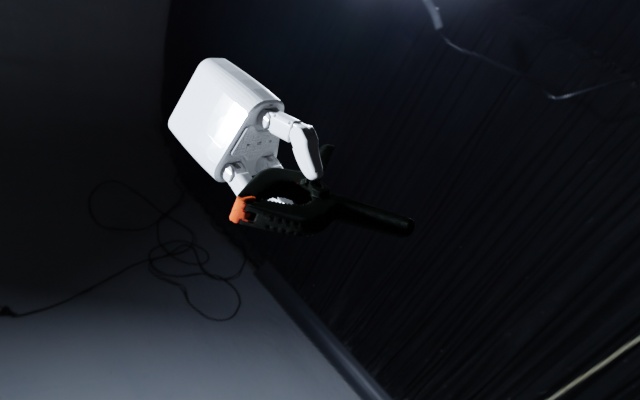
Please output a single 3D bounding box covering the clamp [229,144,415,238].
[{"bbox_3d":[0.000,0.001,0.516,0.164,0.036,0.210,41,34,24],"label":"clamp"}]
